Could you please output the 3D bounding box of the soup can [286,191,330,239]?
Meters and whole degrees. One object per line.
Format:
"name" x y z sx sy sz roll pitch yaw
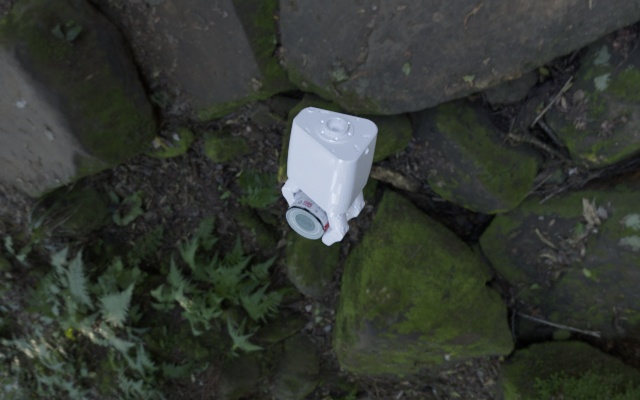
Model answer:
"soup can" 0.000 0.003 0.750 0.068 0.068 0.102 0 41 40
